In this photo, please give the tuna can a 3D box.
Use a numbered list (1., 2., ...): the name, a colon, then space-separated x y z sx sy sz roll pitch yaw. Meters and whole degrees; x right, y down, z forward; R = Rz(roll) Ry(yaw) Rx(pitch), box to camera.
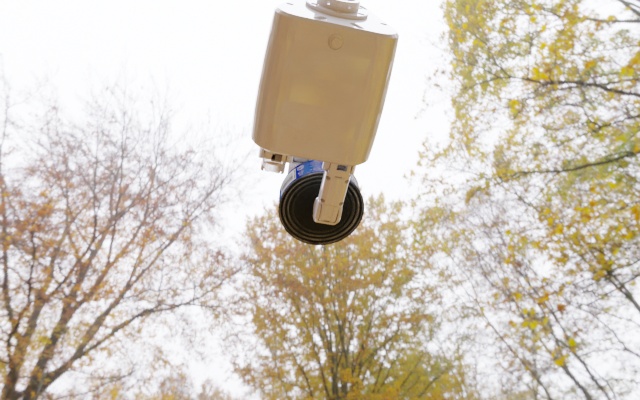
1. tuna can: 0.000 0.001 0.487 0.086 0.086 0.033 0 32 -4
